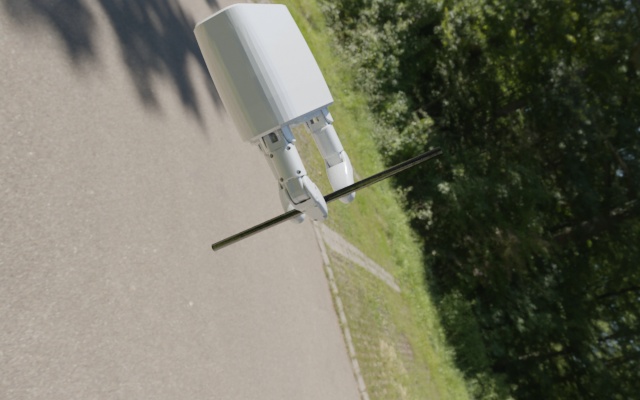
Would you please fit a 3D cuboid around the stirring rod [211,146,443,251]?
[{"bbox_3d":[0.000,0.001,0.453,0.239,0.011,0.011,-23,-6,13],"label":"stirring rod"}]
